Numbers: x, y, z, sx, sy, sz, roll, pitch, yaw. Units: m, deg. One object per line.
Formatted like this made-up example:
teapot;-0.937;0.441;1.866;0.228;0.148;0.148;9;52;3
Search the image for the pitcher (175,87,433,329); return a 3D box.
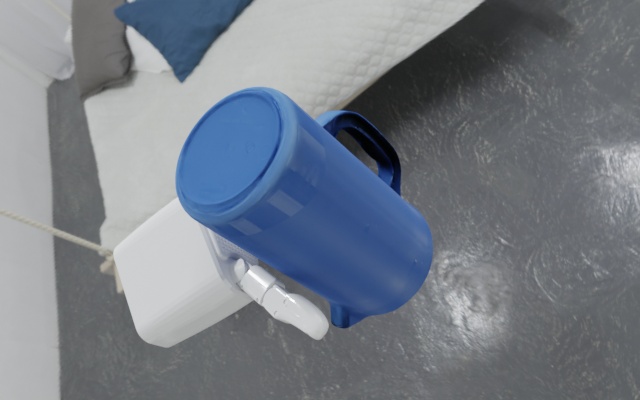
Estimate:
pitcher;0.000;0.002;0.420;0.145;0.149;0.243;-33;-37;14
